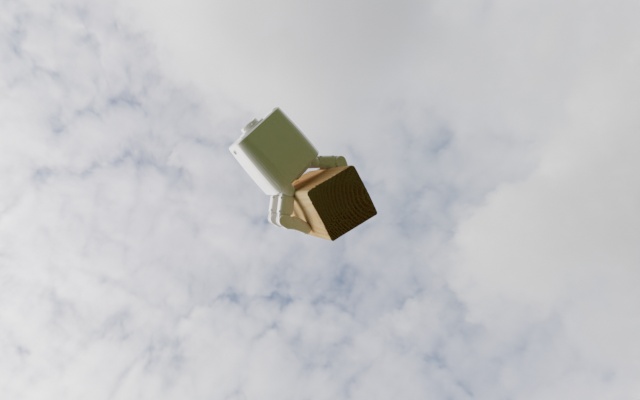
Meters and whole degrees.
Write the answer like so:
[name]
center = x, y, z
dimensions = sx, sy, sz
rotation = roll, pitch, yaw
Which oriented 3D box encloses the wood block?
[wood block]
center = 0.000, 0.002, 0.825
dimensions = 0.091, 0.090, 0.206
rotation = -31, 11, -16
